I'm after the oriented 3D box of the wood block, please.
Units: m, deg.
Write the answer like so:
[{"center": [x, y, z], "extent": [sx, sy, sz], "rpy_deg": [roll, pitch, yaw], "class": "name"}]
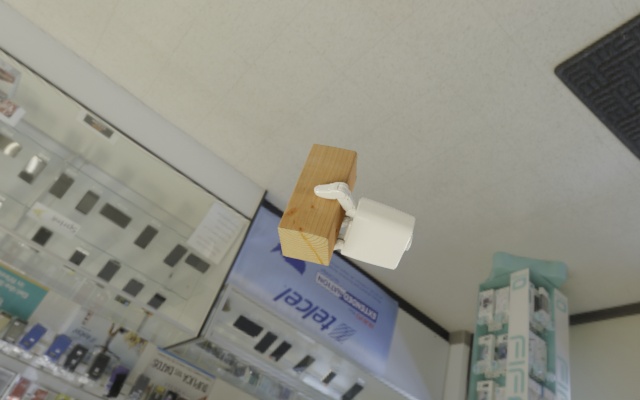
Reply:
[{"center": [0.000, 0.003, 0.885], "extent": [0.090, 0.206, 0.091], "rpy_deg": [12, -37, 11], "class": "wood block"}]
